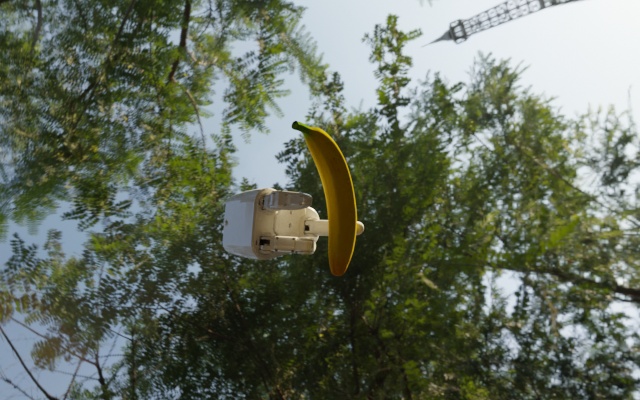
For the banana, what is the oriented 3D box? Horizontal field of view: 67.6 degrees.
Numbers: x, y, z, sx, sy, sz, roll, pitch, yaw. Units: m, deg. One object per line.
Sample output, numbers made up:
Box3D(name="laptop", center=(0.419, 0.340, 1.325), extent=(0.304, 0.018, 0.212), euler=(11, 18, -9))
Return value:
Box3D(name="banana", center=(0.013, -0.007, 0.597), extent=(0.069, 0.198, 0.037), euler=(-23, 11, -35))
